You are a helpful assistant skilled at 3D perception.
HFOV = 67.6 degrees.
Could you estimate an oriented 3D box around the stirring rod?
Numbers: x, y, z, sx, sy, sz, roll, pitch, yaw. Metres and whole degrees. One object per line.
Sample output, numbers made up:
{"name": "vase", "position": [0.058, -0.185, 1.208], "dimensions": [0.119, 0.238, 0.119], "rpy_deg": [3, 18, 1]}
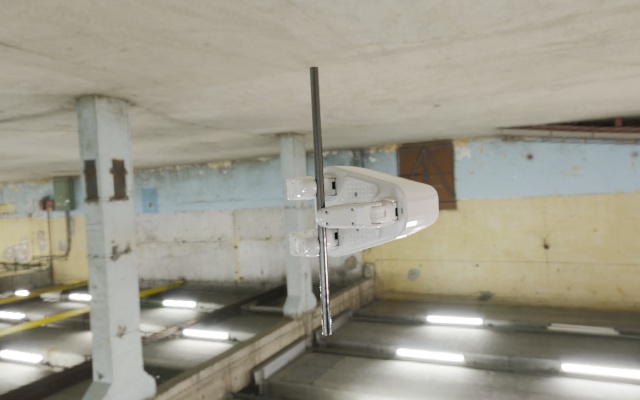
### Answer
{"name": "stirring rod", "position": [0.000, 0.001, 0.431], "dimensions": [0.011, 0.239, 0.011], "rpy_deg": [-3, 2, 0]}
